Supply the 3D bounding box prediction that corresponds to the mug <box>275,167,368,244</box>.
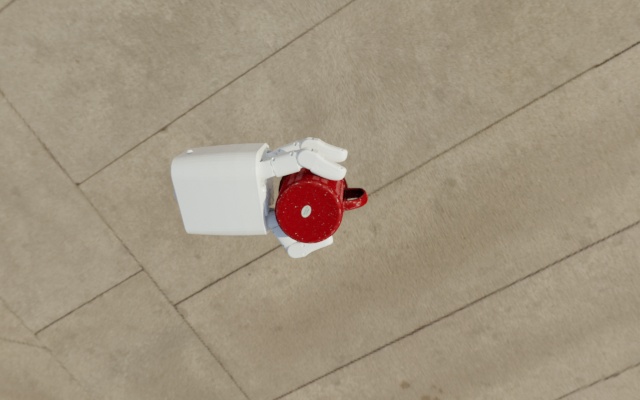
[{"bbox_3d":[0.002,0.002,0.592,0.117,0.093,0.081,-2,18,4],"label":"mug"}]
